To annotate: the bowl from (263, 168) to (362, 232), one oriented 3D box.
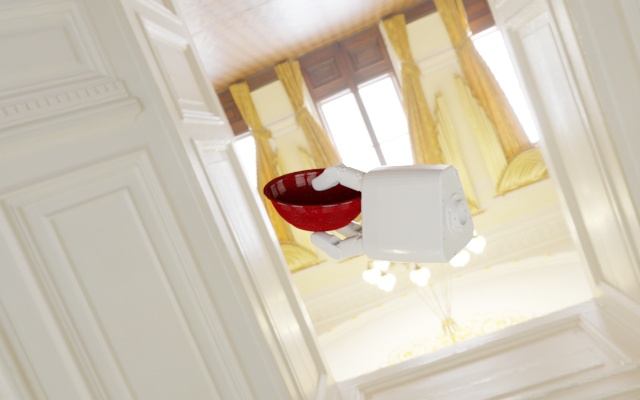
[{"bbox_3d":[-0.001,0.002,0.690,0.162,0.055,0.162,-3,22,1],"label":"bowl"}]
